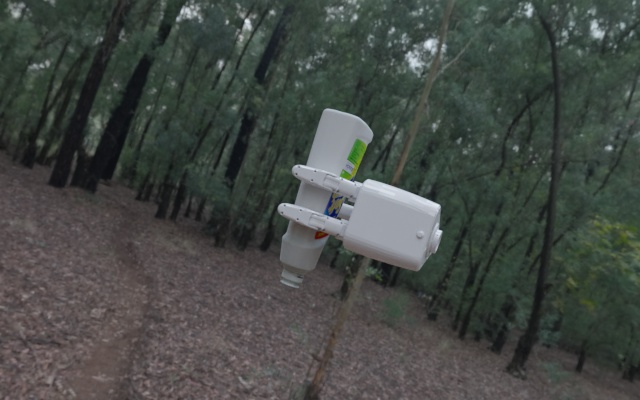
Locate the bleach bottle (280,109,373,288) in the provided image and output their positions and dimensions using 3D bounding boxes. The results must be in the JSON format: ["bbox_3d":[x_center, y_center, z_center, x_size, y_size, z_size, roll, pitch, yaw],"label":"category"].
[{"bbox_3d":[0.000,0.002,0.690,0.068,0.251,0.102,19,-1,19],"label":"bleach bottle"}]
